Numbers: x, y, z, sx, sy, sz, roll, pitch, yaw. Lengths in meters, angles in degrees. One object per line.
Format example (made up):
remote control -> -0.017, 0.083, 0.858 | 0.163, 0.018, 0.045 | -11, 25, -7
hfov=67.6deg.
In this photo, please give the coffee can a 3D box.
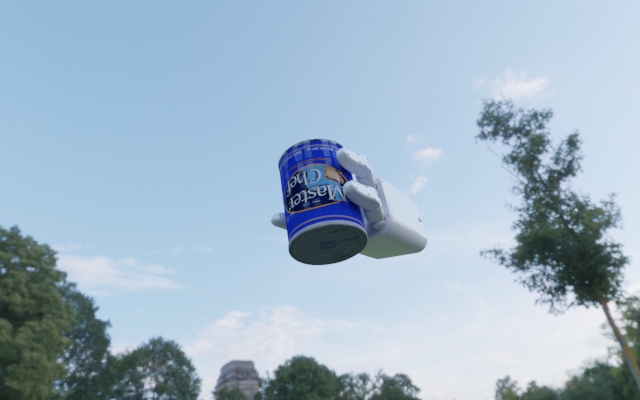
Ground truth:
coffee can -> 0.000, 0.002, 0.647 | 0.103, 0.140, 0.103 | -7, -34, -5
